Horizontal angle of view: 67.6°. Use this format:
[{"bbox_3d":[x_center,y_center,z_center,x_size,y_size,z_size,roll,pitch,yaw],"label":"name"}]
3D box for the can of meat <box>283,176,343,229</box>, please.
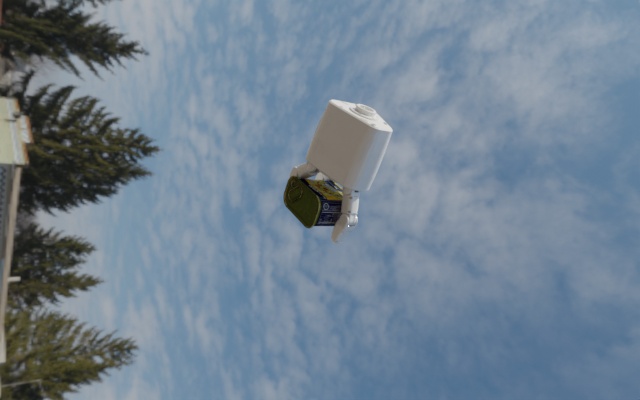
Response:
[{"bbox_3d":[0.000,0.003,0.797,0.084,0.057,0.102,2,27,-37],"label":"can of meat"}]
